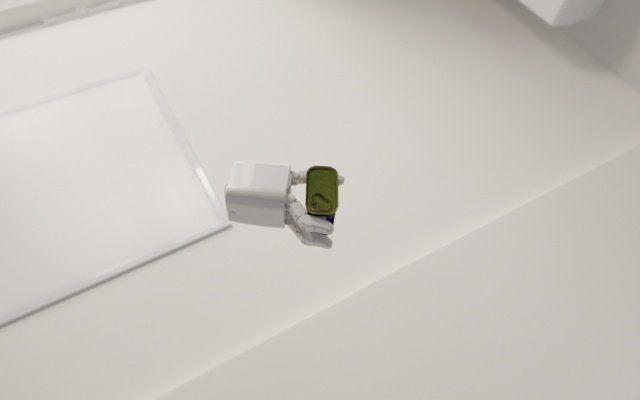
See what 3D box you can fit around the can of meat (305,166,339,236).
[{"bbox_3d":[0.000,0.003,0.862,0.057,0.102,0.084,3,-34,-3],"label":"can of meat"}]
